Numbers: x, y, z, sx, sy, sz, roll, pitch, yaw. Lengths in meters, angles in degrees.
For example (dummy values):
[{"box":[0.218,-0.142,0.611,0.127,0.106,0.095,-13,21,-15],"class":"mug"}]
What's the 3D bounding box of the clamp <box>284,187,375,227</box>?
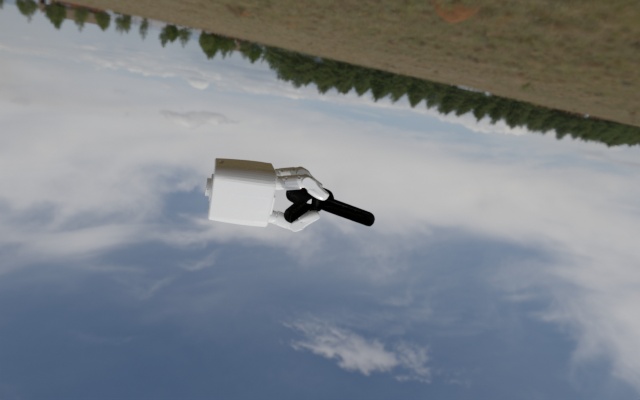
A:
[{"box":[0.000,0.004,0.893,0.164,0.036,0.210,7,16,-15],"class":"clamp"}]
